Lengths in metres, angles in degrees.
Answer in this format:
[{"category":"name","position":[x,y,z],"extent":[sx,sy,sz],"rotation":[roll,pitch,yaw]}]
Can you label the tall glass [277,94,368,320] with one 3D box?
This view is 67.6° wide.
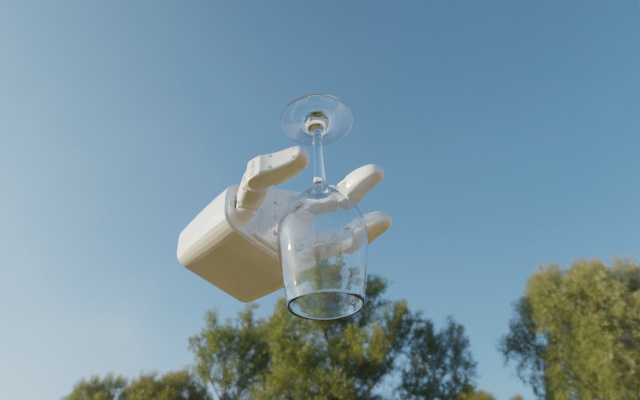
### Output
[{"category":"tall glass","position":[0.000,0.001,0.431],"extent":[0.079,0.201,0.079],"rotation":[-2,-34,-1]}]
